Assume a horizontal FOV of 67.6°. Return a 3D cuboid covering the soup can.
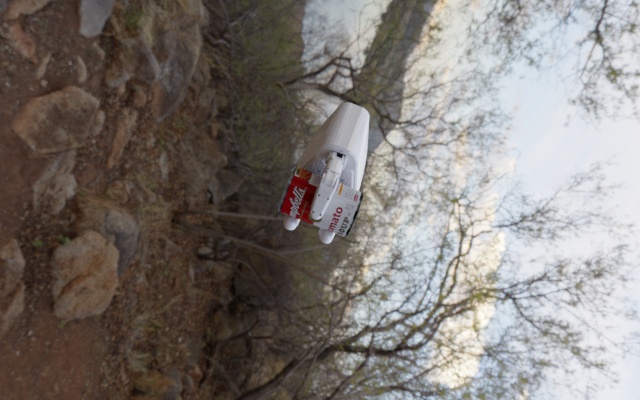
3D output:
[{"bbox_3d":[0.000,0.003,0.660,0.102,0.068,0.068,21,-1,-2],"label":"soup can"}]
